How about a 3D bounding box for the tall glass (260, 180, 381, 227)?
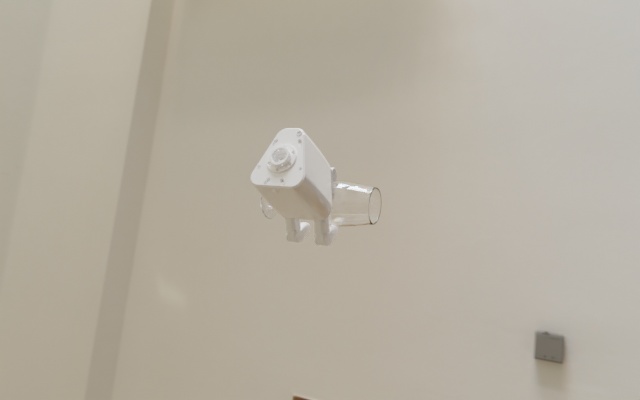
[{"bbox_3d":[0.000,0.003,0.823,0.201,0.079,0.079,4,2,26],"label":"tall glass"}]
